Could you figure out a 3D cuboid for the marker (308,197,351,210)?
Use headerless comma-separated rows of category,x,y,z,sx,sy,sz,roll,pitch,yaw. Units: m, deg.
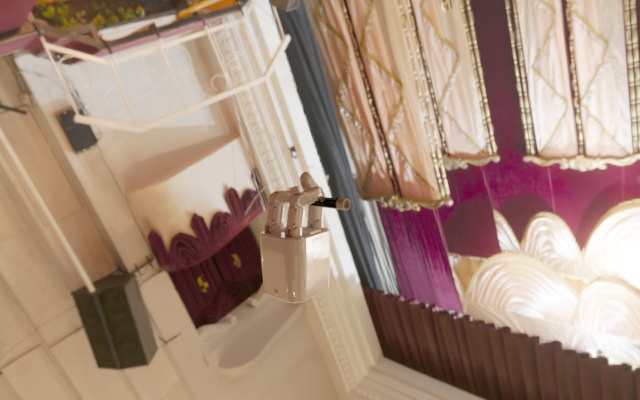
marker,0.000,0.003,0.783,0.020,0.020,0.121,0,3,-43
